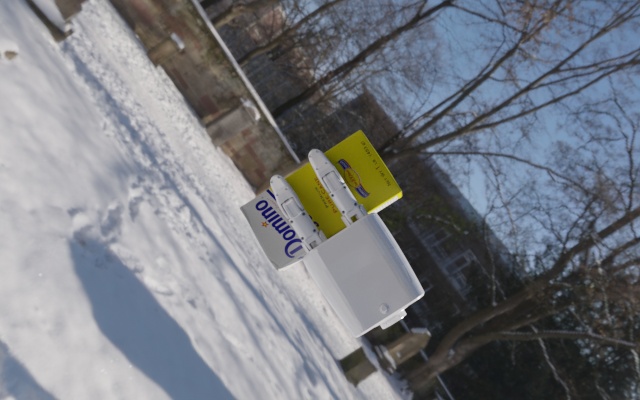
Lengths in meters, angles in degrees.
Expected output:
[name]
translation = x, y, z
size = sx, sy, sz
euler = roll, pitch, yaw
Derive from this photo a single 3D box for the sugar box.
[sugar box]
translation = 0.000, 0.002, 0.580
size = 0.176, 0.093, 0.048
euler = -33, -12, 2
